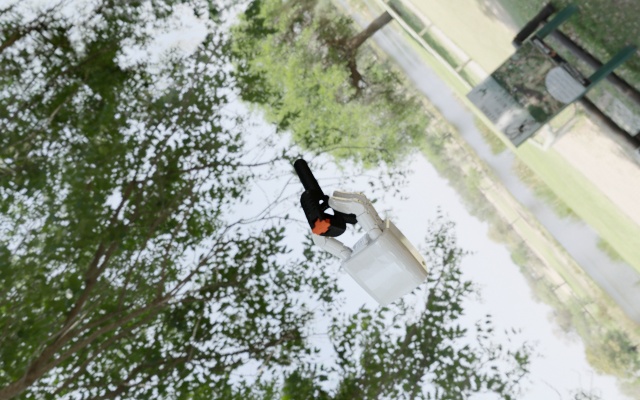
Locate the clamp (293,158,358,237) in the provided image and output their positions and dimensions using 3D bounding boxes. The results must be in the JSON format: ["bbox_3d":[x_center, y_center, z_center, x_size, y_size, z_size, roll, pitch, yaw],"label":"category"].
[{"bbox_3d":[0.000,0.003,0.812,0.036,0.164,0.210,-44,4,15],"label":"clamp"}]
